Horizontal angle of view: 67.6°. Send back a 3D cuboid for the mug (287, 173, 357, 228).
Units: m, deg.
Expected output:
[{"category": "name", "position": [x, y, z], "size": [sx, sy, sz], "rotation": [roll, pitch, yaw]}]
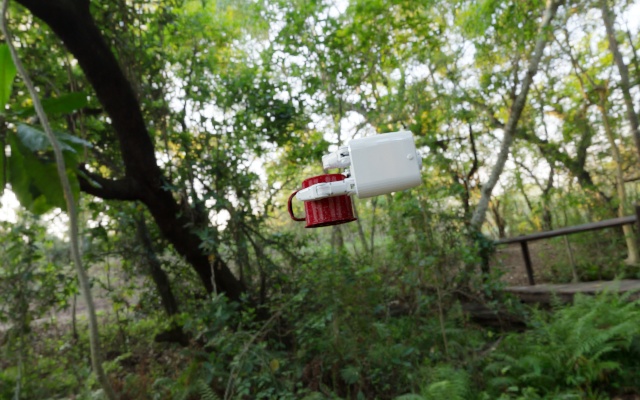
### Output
[{"category": "mug", "position": [-0.001, 0.003, 0.832], "size": [0.117, 0.081, 0.093], "rotation": [-10, -8, 5]}]
